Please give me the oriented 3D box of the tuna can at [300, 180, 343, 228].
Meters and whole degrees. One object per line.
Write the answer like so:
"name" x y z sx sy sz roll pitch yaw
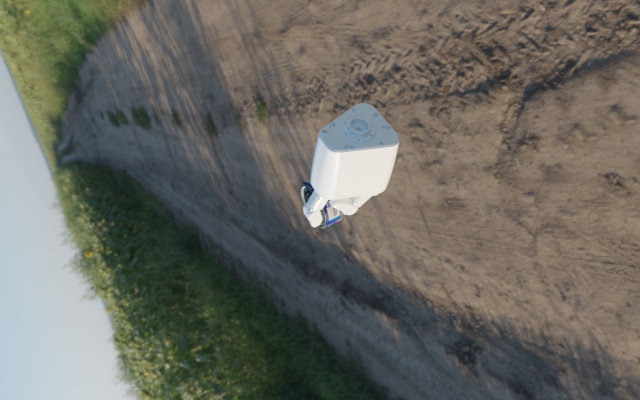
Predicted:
"tuna can" 0.000 0.003 0.811 0.033 0.086 0.086 -27 10 -20
